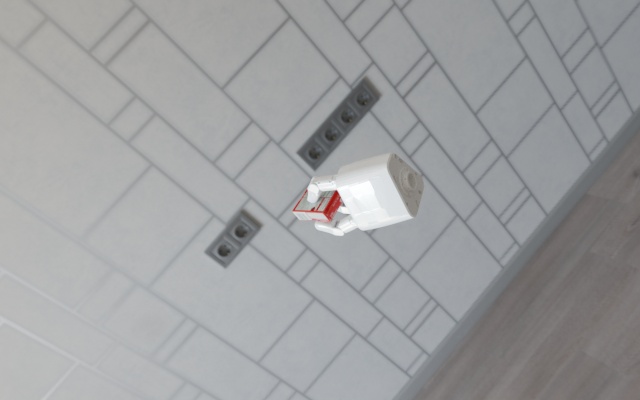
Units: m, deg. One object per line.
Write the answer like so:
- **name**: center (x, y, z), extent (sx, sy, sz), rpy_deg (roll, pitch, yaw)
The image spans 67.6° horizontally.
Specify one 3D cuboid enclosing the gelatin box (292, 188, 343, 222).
- **gelatin box**: center (0.000, 0.003, 0.896), extent (0.089, 0.073, 0.030), rpy_deg (1, -41, 46)
